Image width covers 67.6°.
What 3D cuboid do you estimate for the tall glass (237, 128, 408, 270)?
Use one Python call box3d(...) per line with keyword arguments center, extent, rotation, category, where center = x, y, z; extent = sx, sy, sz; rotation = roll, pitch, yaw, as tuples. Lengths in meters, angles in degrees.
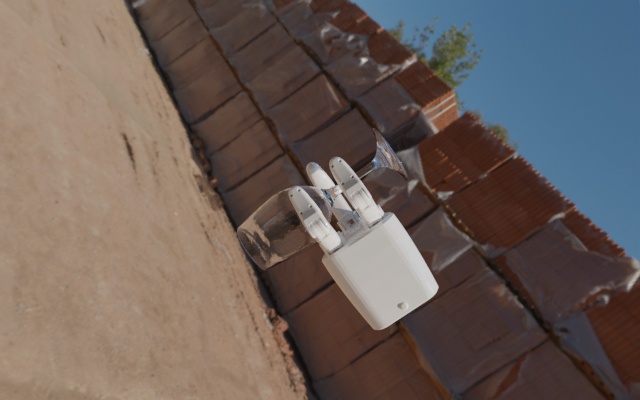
box3d(center=(0.001, 0.001, 0.566), extent=(0.201, 0.079, 0.079), rotation=(-34, -2, 3), category="tall glass")
